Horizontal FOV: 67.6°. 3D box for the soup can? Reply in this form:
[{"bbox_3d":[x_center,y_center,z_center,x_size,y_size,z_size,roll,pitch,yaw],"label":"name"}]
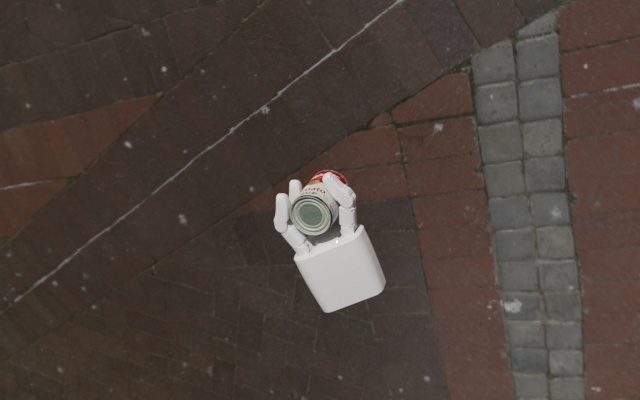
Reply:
[{"bbox_3d":[0.000,0.002,0.738,0.068,0.068,0.102,0,25,20],"label":"soup can"}]
